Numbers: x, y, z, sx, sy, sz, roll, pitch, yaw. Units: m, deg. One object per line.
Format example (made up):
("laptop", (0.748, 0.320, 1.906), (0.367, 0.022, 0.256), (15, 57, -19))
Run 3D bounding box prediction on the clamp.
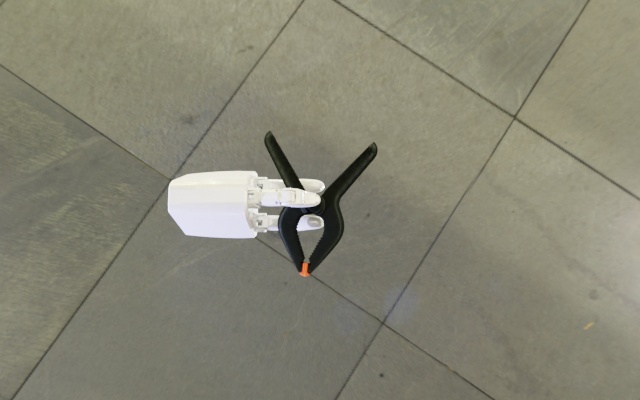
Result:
("clamp", (0.000, 0.003, 0.681), (0.164, 0.210, 0.036), (0, -7, 3))
